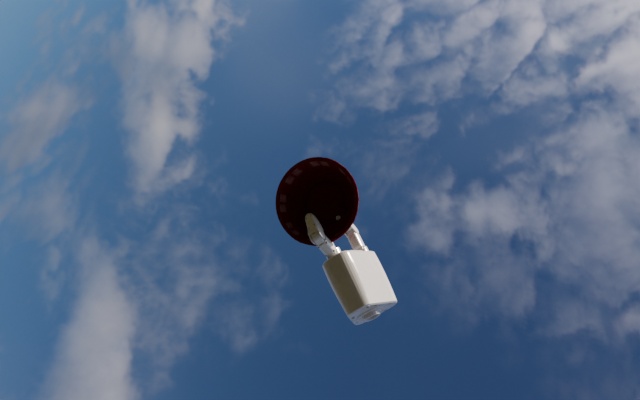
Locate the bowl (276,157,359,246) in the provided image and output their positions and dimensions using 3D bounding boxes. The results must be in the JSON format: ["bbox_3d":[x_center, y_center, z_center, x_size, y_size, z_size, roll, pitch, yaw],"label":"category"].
[{"bbox_3d":[0.000,0.002,0.888,0.162,0.162,0.055,0,-4,20],"label":"bowl"}]
